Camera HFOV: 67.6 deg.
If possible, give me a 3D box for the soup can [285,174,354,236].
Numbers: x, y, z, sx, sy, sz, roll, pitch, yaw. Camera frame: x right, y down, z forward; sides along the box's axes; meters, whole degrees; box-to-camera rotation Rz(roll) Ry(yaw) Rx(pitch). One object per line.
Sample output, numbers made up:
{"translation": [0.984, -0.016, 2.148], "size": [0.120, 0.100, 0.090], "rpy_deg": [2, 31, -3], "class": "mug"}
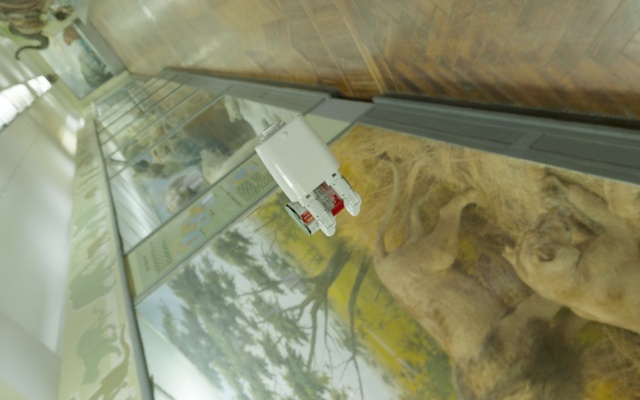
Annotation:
{"translation": [0.000, 0.003, 0.802], "size": [0.102, 0.068, 0.068], "rpy_deg": [-40, 9, -11], "class": "soup can"}
